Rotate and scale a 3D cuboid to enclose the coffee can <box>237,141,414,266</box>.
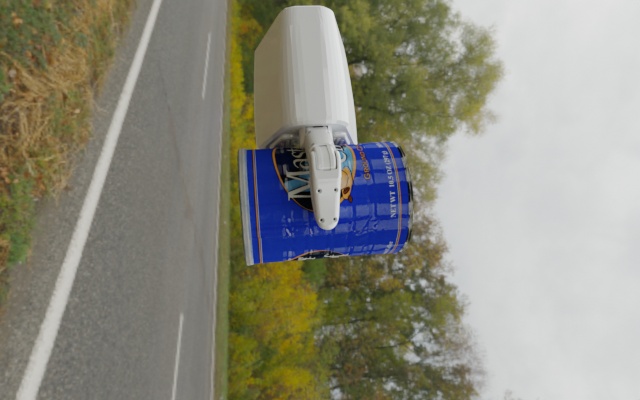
[{"bbox_3d":[0.000,0.002,0.429,0.140,0.103,0.103,-4,0,-7],"label":"coffee can"}]
